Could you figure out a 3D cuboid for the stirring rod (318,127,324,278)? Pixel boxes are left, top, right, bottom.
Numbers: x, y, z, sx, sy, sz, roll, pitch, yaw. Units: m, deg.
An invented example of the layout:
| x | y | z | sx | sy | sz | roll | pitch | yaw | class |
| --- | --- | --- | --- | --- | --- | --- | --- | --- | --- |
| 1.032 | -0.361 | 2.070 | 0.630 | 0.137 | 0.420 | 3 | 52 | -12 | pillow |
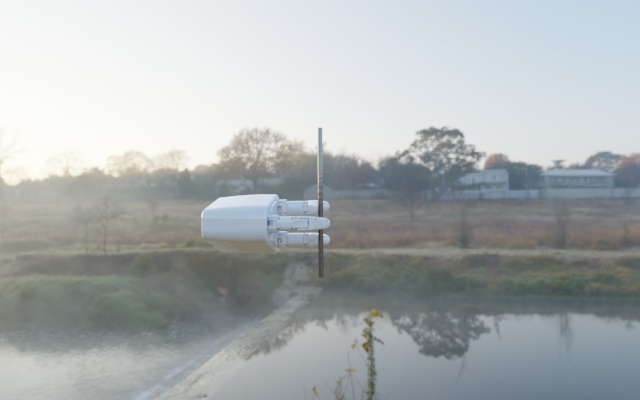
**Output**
| x | y | z | sx | sy | sz | roll | pitch | yaw | class |
| --- | --- | --- | --- | --- | --- | --- | --- | --- | --- |
| 0.000 | 0.003 | 0.767 | 0.011 | 0.239 | 0.011 | 0 | -3 | 0 | stirring rod |
